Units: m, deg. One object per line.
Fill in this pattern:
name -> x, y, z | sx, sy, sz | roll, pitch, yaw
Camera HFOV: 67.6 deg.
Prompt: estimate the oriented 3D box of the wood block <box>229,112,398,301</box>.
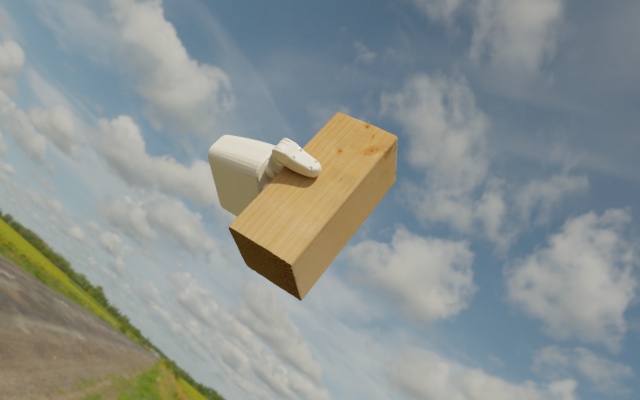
wood block -> 0.000, 0.001, 0.572 | 0.090, 0.206, 0.091 | 28, -28, 25
